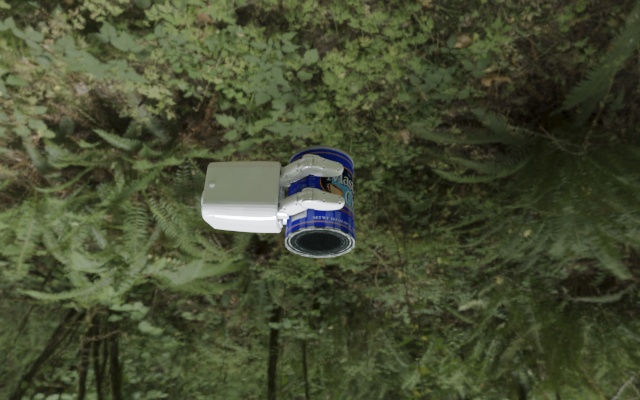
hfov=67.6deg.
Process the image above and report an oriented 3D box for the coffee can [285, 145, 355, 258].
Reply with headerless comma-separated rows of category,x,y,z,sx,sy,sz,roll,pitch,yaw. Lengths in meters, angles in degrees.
coffee can,0.000,0.002,0.723,0.103,0.140,0.103,1,-30,0
